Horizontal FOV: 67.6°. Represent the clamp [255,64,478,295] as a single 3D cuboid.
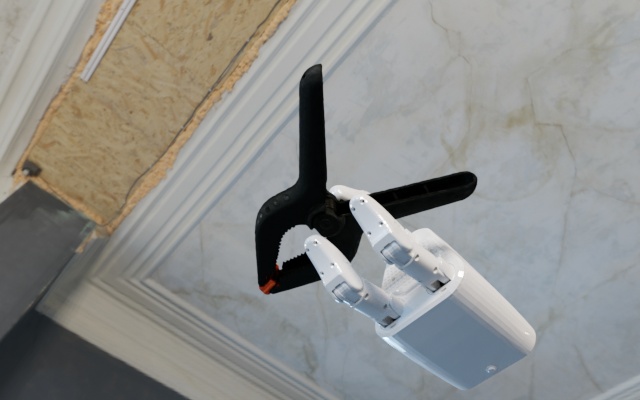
[{"bbox_3d":[0.000,0.001,0.405,0.164,0.210,0.036,39,26,-17],"label":"clamp"}]
